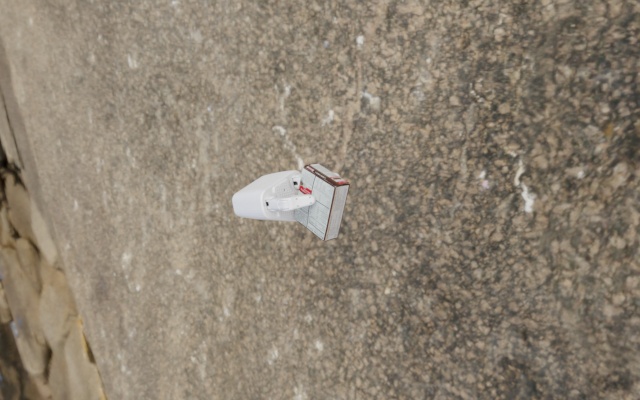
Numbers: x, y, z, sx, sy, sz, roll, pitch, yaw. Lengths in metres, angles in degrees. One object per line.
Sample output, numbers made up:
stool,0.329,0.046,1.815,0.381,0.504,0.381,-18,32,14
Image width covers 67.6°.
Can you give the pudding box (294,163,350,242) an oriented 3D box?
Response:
pudding box,0.000,0.003,0.845,0.039,0.113,0.090,-16,38,-40
